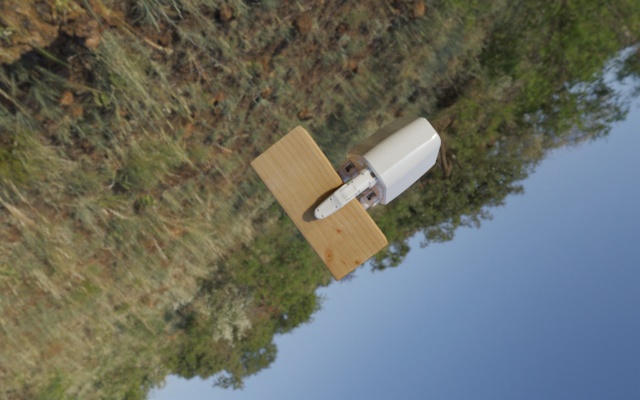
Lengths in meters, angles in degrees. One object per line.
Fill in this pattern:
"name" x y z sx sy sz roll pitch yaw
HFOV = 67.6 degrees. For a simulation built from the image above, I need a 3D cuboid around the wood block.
"wood block" 0.000 0.002 0.701 0.090 0.206 0.091 -37 -1 6
